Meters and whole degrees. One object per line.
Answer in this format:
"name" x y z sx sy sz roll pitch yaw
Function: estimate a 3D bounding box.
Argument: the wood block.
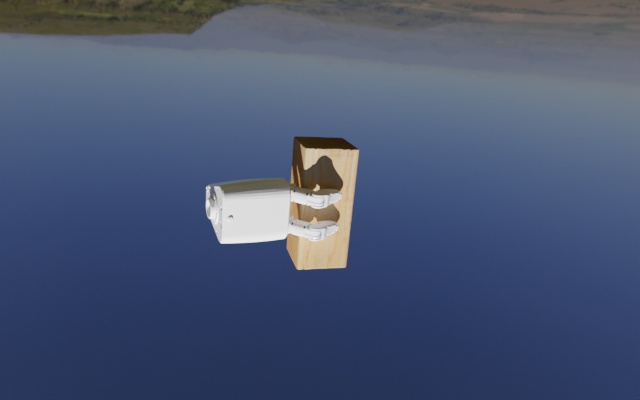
"wood block" 0.000 0.003 0.808 0.090 0.206 0.090 -1 20 -17
